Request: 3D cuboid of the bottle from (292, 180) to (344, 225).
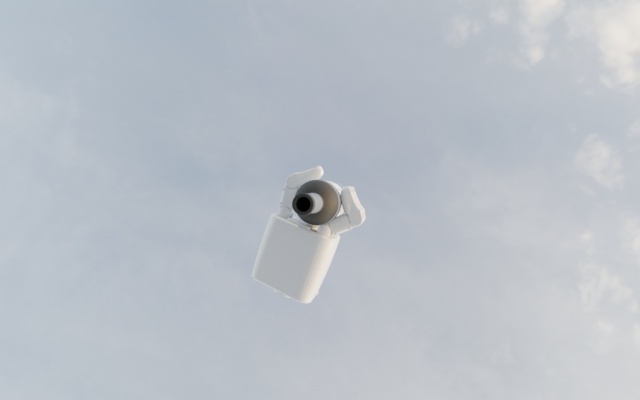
[{"bbox_3d":[0.000,0.002,0.725,0.069,0.069,0.295,0,1,8],"label":"bottle"}]
